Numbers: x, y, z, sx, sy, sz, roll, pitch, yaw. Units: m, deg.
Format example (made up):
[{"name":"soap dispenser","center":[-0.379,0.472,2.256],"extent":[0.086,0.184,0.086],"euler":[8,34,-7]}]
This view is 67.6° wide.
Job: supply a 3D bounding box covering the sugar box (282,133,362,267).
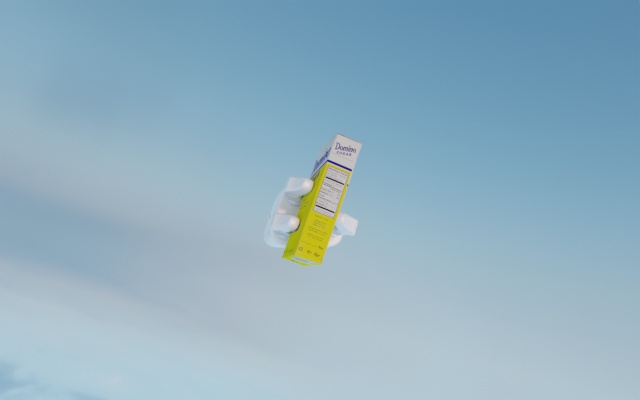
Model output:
[{"name":"sugar box","center":[0.000,0.002,0.666],"extent":[0.048,0.176,0.093],"euler":[19,-13,-12]}]
